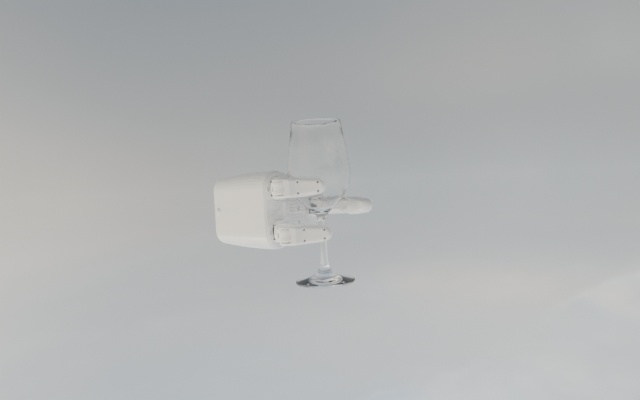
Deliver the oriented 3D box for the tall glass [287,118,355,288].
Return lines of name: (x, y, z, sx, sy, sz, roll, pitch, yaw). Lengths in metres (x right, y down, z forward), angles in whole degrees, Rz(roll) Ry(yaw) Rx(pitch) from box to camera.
tall glass: (0.000, 0.003, 0.593, 0.079, 0.201, 0.079, -3, 2, 0)
